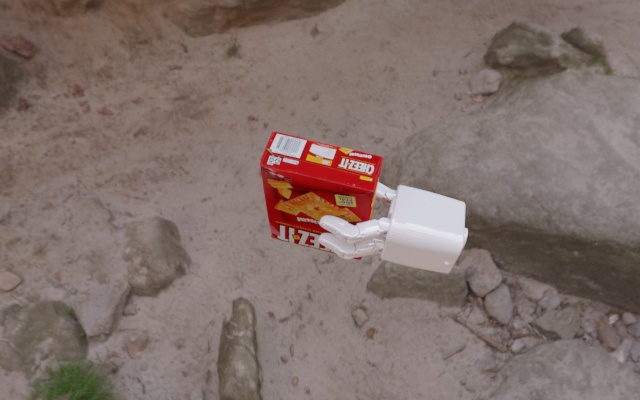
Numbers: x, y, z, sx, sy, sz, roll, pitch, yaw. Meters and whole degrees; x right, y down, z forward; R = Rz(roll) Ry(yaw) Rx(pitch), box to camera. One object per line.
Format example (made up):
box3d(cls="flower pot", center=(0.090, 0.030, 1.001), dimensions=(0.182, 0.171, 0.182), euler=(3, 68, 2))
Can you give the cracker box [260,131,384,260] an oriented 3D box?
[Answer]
box3d(cls="cracker box", center=(0.000, 0.002, 0.736), dimensions=(0.164, 0.072, 0.214), euler=(14, -32, 8))
